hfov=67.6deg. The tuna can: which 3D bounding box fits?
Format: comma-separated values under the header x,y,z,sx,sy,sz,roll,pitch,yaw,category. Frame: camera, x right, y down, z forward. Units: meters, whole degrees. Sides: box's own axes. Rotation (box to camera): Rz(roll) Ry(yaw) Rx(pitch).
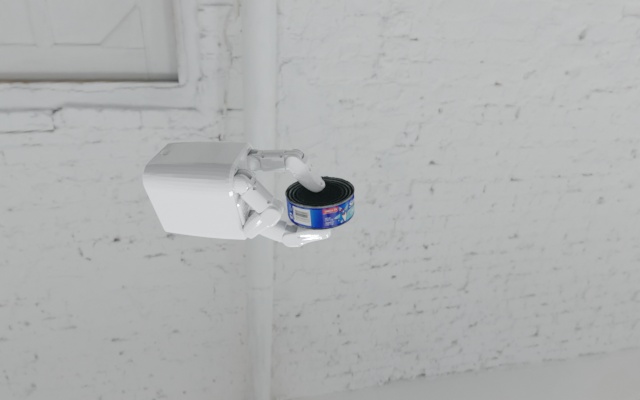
x,y,z,sx,sy,sz,roll,pitch,yaw,category
0.000,0.002,0.595,0.086,0.034,0.086,-3,27,2,tuna can
